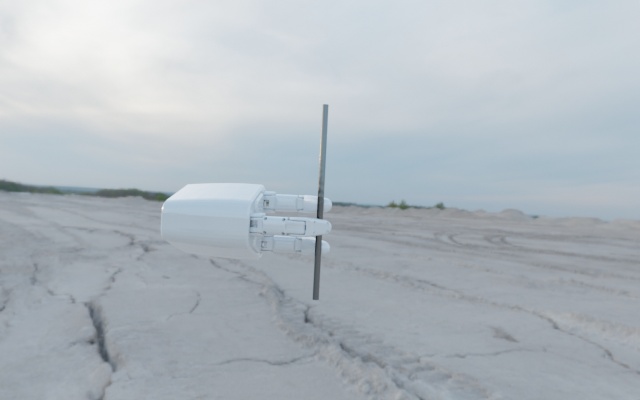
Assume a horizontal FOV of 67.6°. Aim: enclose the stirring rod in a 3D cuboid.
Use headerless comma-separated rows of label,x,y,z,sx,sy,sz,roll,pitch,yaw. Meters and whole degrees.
stirring rod,0.000,0.002,0.589,0.011,0.239,0.011,3,0,0
